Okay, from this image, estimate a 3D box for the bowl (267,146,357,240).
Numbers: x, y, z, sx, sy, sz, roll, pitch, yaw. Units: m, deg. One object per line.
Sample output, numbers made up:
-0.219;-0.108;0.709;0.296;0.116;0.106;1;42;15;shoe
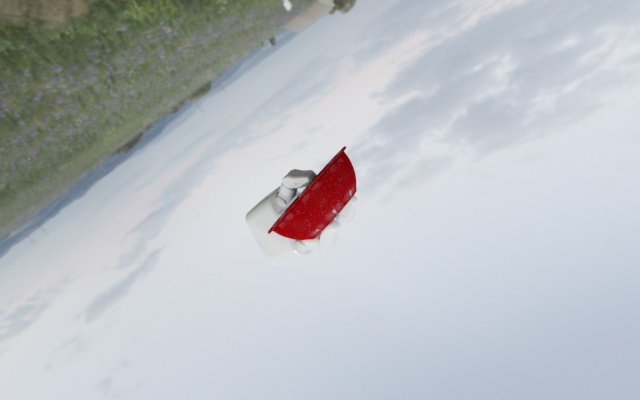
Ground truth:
0.001;0.002;0.658;0.055;0.162;0.162;42;0;0;bowl
